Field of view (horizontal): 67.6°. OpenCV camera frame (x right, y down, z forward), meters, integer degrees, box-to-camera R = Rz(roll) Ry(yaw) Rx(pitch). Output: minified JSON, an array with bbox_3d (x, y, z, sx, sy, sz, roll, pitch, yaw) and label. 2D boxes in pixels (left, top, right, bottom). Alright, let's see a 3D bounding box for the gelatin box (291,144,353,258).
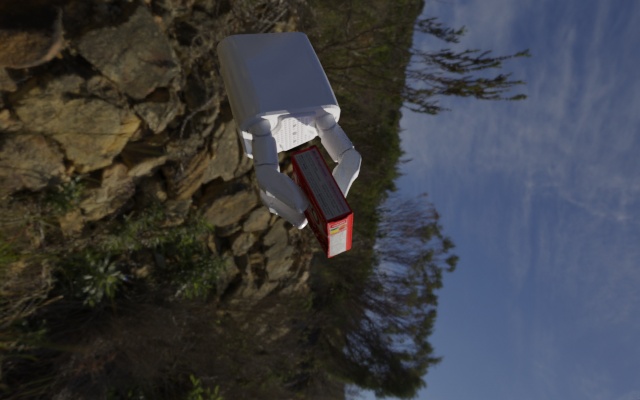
[{"bbox_3d":[0.001,0.002,0.474,0.030,0.089,0.073,-21,-30,-12],"label":"gelatin box"}]
